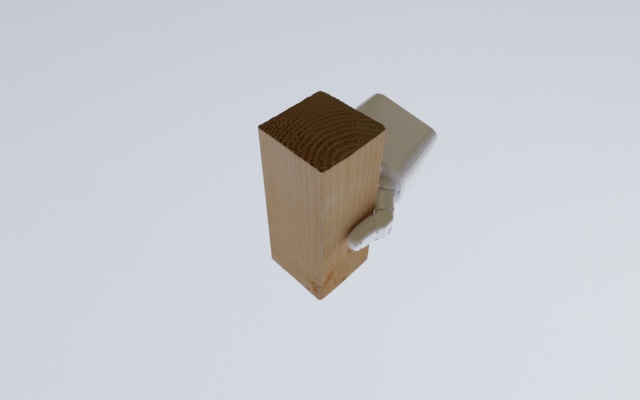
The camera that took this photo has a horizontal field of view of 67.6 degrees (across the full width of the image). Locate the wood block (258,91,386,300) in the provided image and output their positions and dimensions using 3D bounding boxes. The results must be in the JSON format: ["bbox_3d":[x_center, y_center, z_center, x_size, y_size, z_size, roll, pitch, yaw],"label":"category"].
[{"bbox_3d":[0.001,0.002,0.521,0.090,0.206,0.090,36,56,29],"label":"wood block"}]
